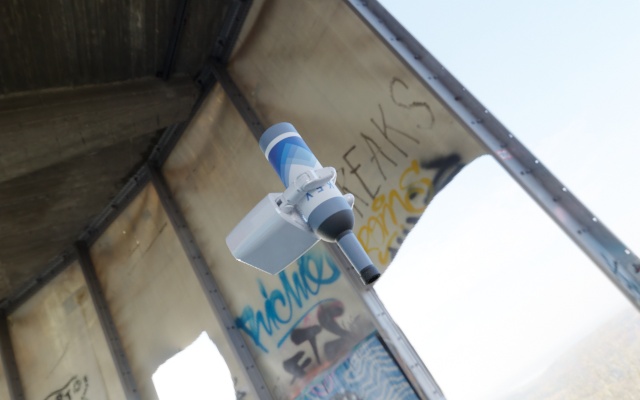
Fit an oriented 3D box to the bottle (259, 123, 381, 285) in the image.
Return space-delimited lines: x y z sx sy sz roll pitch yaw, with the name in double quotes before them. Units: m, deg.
"bottle" 0.000 0.002 0.736 0.069 0.295 0.069 -26 -28 -15
